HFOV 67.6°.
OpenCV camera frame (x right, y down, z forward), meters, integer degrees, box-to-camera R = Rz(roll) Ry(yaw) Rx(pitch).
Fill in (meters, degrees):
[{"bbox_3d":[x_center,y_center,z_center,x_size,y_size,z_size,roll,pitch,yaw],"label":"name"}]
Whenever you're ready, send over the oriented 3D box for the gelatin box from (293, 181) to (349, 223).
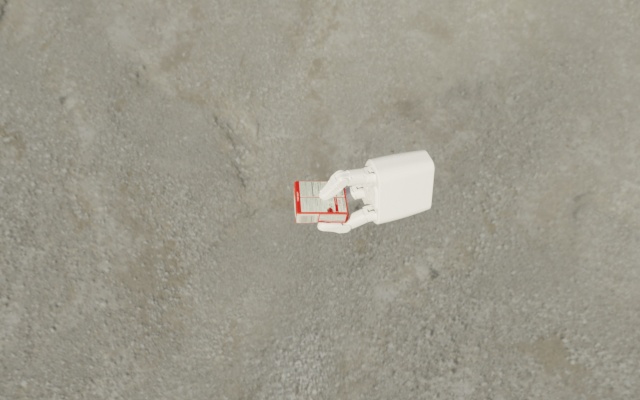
[{"bbox_3d":[0.000,0.002,0.812,0.089,0.073,0.030,0,-40,-8],"label":"gelatin box"}]
